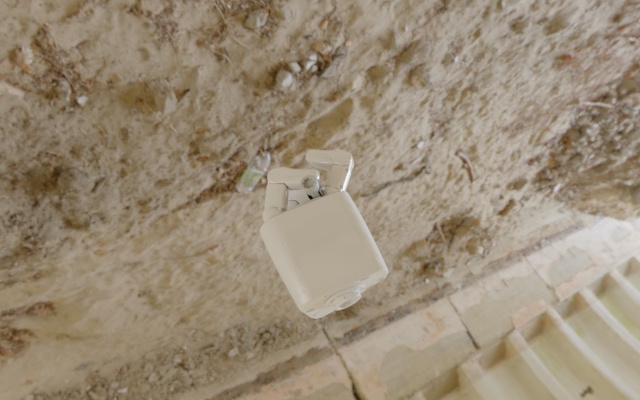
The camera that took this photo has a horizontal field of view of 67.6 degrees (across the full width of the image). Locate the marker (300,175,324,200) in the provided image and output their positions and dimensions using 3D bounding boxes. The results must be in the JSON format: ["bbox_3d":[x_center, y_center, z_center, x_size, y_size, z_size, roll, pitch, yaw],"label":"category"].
[{"bbox_3d":[0.000,0.002,0.582,0.020,0.020,0.121,0,-21,14],"label":"marker"}]
